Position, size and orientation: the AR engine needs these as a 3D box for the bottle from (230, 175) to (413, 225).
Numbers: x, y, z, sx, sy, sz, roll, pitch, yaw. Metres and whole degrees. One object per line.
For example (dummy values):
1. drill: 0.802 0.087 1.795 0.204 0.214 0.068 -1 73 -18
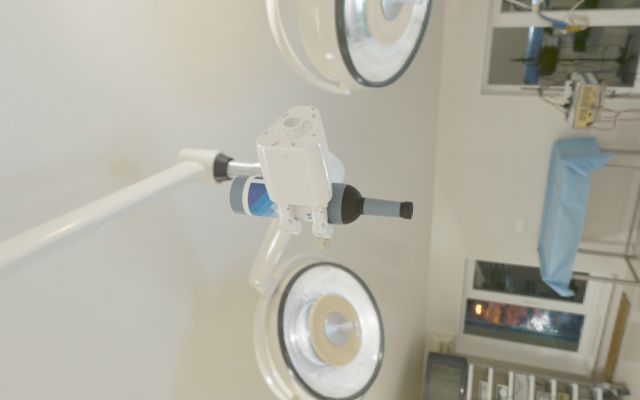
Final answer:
1. bottle: 0.000 0.003 0.772 0.295 0.069 0.069 5 1 17
